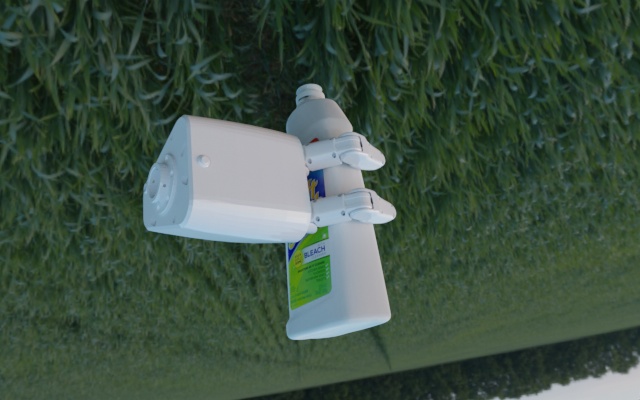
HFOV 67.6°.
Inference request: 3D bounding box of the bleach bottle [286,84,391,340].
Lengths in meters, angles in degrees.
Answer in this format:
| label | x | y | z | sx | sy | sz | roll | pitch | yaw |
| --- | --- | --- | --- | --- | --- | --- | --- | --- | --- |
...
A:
| label | x | y | z | sx | sy | sz | roll | pitch | yaw |
| --- | --- | --- | --- | --- | --- | --- | --- | --- | --- |
| bleach bottle | 0.000 | 0.002 | 0.474 | 0.068 | 0.250 | 0.102 | 8 | -27 | -37 |
